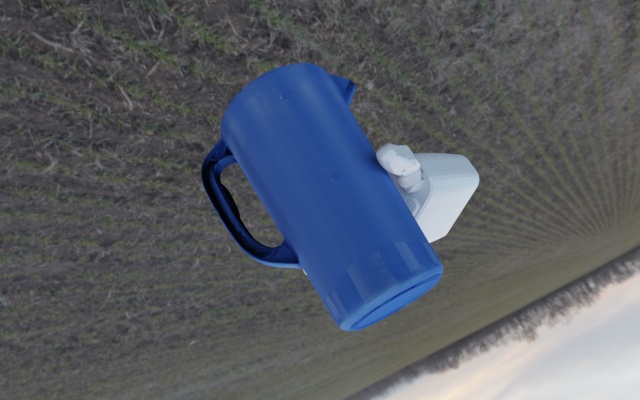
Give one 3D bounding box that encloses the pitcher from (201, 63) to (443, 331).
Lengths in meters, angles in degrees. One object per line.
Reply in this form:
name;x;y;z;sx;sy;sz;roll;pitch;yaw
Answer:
pitcher;0.000;0.001;0.466;0.145;0.242;0.149;-7;-32;-45
